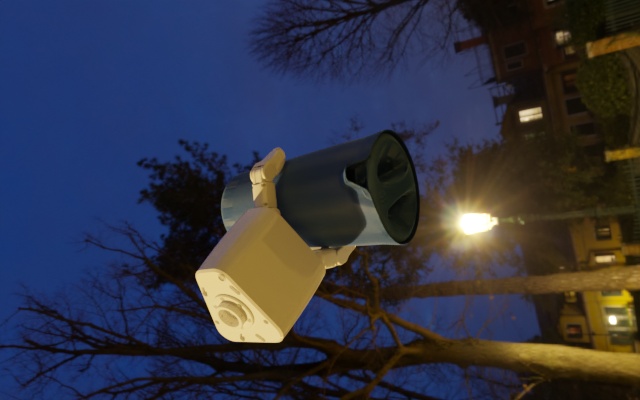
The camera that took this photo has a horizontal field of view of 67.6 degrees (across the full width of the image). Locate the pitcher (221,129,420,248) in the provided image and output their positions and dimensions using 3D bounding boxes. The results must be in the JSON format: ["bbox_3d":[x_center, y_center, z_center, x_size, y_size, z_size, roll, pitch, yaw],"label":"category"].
[{"bbox_3d":[0.000,0.002,0.617,0.243,0.149,0.145,-9,31,33],"label":"pitcher"}]
